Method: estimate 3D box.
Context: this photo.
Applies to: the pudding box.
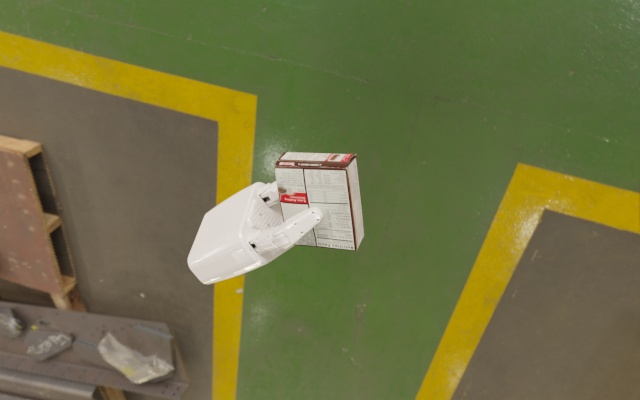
[{"bbox_3d":[0.000,0.002,0.553,0.090,0.114,0.039,3,33,19],"label":"pudding box"}]
